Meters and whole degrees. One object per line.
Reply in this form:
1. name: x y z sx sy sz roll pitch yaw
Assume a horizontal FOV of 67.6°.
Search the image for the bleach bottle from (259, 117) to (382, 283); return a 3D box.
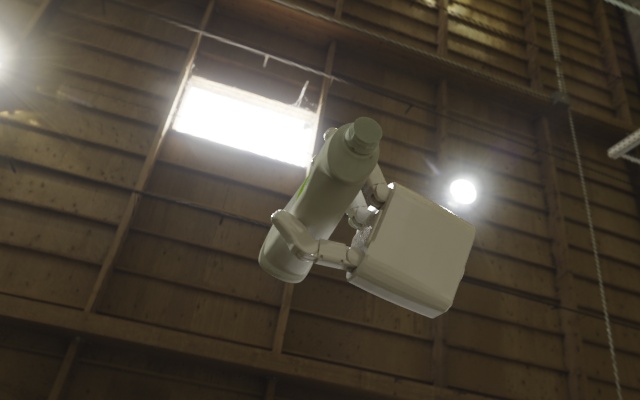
1. bleach bottle: 0.000 0.002 0.523 0.068 0.102 0.251 26 -34 -5
